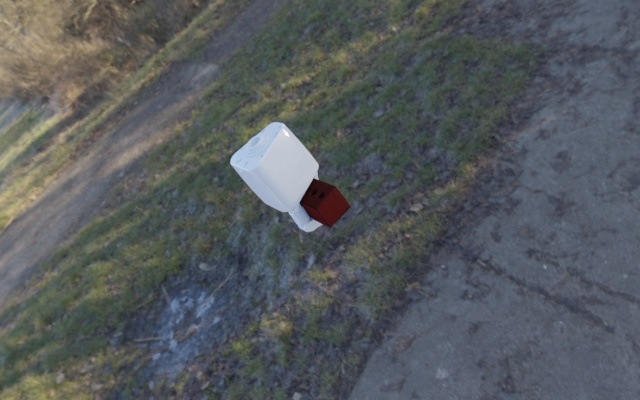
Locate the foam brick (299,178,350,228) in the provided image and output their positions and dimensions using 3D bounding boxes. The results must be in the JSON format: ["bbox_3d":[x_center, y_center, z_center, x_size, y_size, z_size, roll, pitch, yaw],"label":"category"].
[{"bbox_3d":[0.000,0.003,0.819,0.078,0.053,0.051,22,-25,51],"label":"foam brick"}]
